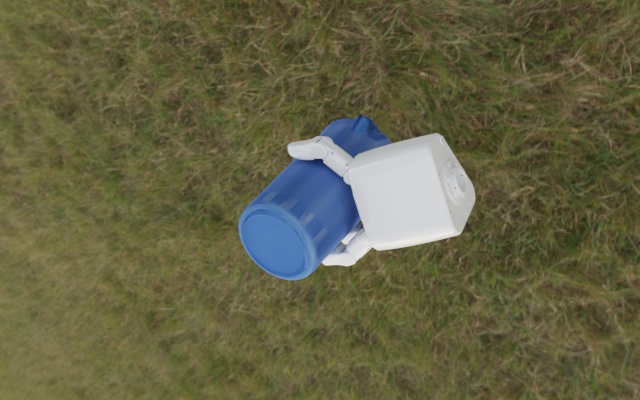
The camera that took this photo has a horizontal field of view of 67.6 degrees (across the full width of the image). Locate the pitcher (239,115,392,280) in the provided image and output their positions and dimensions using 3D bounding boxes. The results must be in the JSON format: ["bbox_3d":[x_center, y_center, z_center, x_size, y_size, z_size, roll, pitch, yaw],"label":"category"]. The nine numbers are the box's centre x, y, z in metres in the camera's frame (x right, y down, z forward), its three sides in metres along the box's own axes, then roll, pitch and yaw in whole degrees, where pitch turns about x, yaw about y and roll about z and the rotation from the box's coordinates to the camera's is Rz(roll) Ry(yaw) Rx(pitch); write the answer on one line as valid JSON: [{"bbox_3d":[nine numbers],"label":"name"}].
[{"bbox_3d":[0.000,0.002,0.644,0.145,0.149,0.242,-14,21,38],"label":"pitcher"}]
